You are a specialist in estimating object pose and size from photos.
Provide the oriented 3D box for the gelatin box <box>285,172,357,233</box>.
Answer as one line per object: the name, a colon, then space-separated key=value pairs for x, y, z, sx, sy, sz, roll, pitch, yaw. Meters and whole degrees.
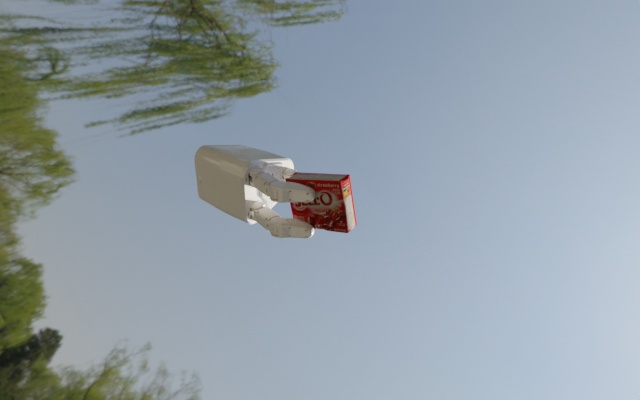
gelatin box: x=0.001 y=0.002 z=0.638 sx=0.089 sy=0.073 sz=0.030 roll=4 pitch=24 yaw=32
